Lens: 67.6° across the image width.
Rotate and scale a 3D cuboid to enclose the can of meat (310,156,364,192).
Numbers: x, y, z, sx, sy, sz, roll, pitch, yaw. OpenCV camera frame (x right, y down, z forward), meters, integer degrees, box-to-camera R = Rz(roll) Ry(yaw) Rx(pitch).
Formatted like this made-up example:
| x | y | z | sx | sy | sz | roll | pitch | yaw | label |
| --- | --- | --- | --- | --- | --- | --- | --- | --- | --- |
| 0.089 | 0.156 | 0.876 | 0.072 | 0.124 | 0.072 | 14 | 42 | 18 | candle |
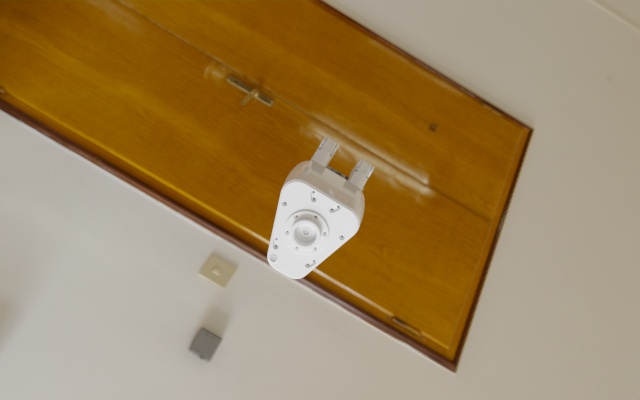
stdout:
| x | y | z | sx | sy | sz | roll | pitch | yaw | label |
| --- | --- | --- | --- | --- | --- | --- | --- | --- | --- |
| 0.000 | 0.002 | 0.656 | 0.084 | 0.102 | 0.057 | 31 | 10 | -2 | can of meat |
